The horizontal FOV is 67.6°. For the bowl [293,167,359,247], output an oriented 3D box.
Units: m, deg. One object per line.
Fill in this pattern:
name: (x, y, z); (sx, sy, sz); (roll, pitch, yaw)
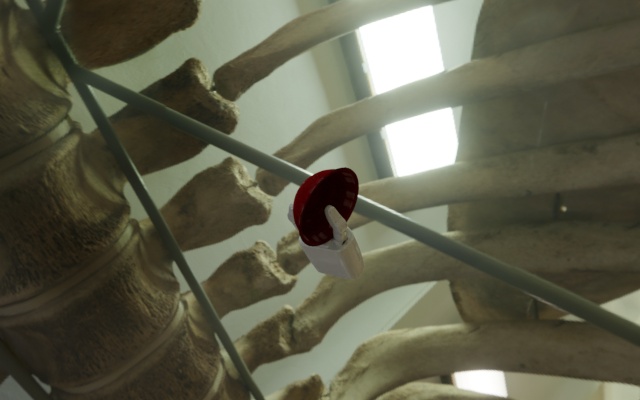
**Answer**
bowl: (0.000, 0.002, 0.892); (0.055, 0.162, 0.162); (31, 18, 33)
